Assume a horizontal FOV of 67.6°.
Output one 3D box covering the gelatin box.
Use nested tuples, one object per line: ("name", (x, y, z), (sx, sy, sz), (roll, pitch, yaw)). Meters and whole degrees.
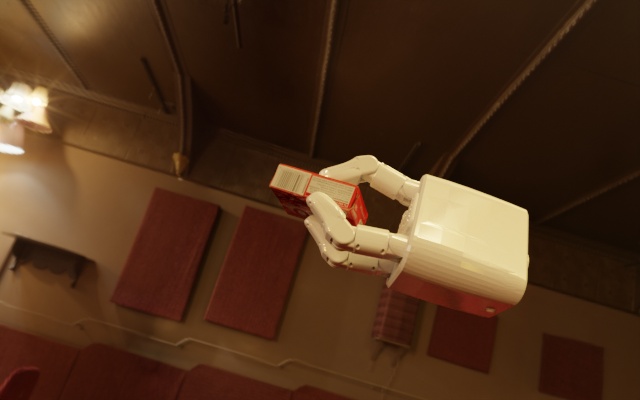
("gelatin box", (0.000, 0.001, 0.489), (0.089, 0.030, 0.073), (17, -19, 18))
